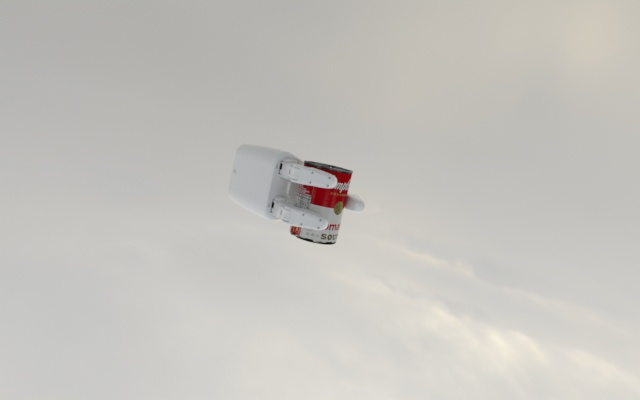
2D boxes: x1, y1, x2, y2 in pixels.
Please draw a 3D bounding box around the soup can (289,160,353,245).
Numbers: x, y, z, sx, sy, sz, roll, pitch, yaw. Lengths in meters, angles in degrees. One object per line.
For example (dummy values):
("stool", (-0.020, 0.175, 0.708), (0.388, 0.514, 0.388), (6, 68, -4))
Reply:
("soup can", (0.000, 0.003, 0.649), (0.068, 0.102, 0.068), (13, 7, -2))
